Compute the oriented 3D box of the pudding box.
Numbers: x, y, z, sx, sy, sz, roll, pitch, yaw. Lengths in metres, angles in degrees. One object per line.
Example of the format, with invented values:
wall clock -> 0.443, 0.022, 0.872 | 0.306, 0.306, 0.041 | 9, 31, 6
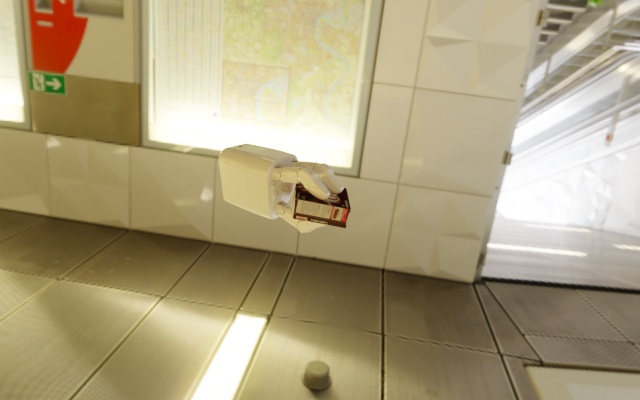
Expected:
pudding box -> 0.000, 0.003, 0.788 | 0.090, 0.039, 0.113 | 10, 20, -4
